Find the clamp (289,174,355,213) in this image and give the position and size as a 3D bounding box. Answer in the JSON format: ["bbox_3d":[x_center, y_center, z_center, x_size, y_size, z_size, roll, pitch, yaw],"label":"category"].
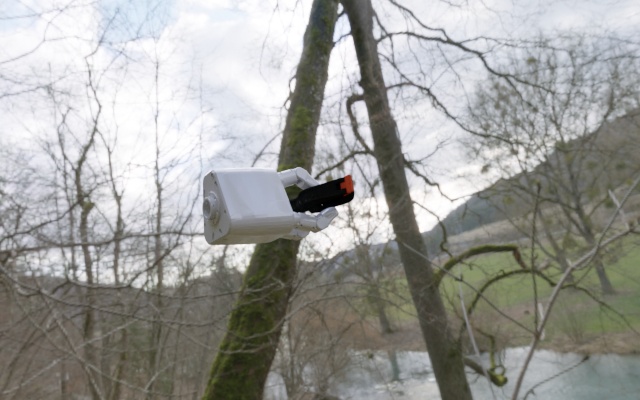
[{"bbox_3d":[0.000,0.002,0.799,0.164,0.036,0.210,-2,-15,-38],"label":"clamp"}]
